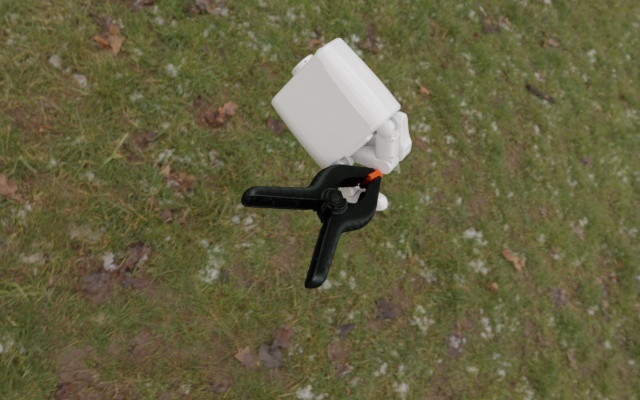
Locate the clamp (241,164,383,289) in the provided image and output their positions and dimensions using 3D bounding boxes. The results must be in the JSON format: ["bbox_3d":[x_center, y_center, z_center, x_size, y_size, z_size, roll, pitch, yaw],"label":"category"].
[{"bbox_3d":[0.001,0.001,0.516,0.171,0.120,0.039,-43,3,-41],"label":"clamp"}]
